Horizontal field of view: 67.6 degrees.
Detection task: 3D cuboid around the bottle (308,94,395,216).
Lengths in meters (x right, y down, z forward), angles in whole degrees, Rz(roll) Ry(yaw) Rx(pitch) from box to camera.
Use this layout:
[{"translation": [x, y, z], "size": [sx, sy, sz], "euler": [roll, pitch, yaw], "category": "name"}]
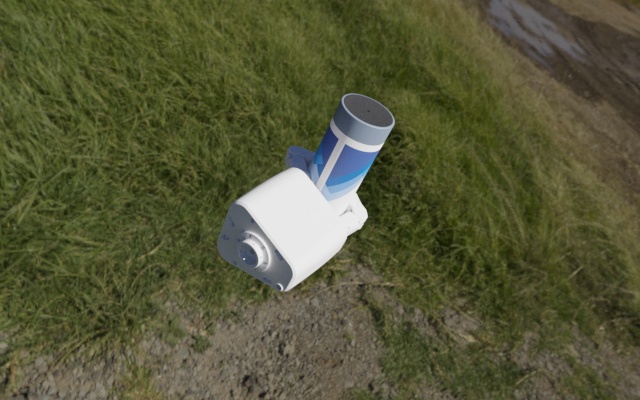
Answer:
[{"translation": [0.000, 0.002, 0.628], "size": [0.069, 0.296, 0.069], "euler": [17, 39, -14], "category": "bottle"}]
